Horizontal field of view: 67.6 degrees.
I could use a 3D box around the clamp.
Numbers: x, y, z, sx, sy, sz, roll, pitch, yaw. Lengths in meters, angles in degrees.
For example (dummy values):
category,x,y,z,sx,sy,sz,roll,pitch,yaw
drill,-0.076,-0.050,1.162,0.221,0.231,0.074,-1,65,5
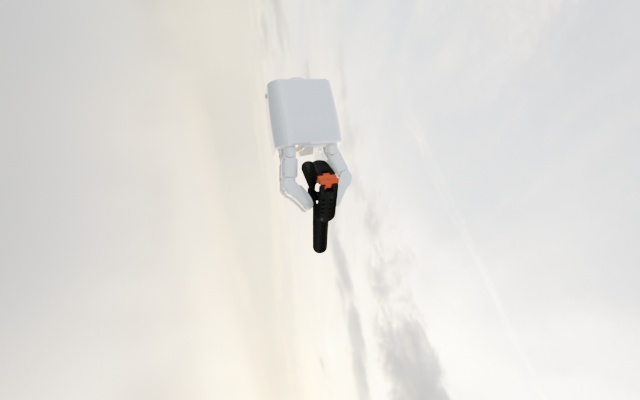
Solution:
category,x,y,z,sx,sy,sz,roll,pitch,yaw
clamp,0.001,0.002,0.752,0.036,0.164,0.210,-8,-4,-9
